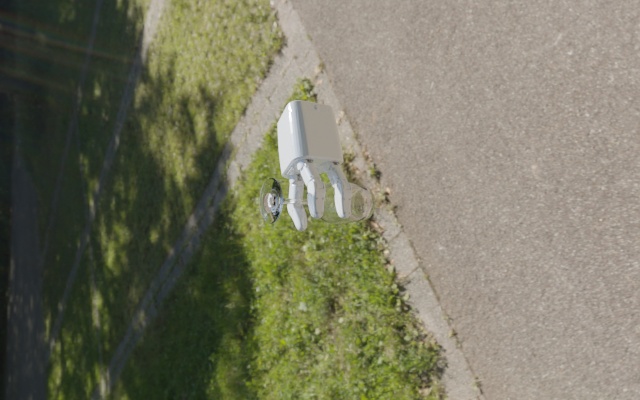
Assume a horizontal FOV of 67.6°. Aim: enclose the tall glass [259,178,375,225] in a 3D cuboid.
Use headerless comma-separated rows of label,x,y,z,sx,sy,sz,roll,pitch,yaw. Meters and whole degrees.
tall glass,0.000,0.003,0.827,0.201,0.079,0.079,2,-1,-35
